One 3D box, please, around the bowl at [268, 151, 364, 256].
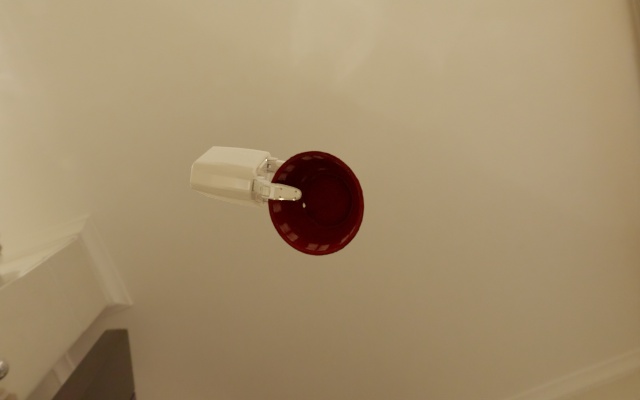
[{"bbox_3d":[0.001,0.003,0.752,0.162,0.162,0.055,0,6,24],"label":"bowl"}]
